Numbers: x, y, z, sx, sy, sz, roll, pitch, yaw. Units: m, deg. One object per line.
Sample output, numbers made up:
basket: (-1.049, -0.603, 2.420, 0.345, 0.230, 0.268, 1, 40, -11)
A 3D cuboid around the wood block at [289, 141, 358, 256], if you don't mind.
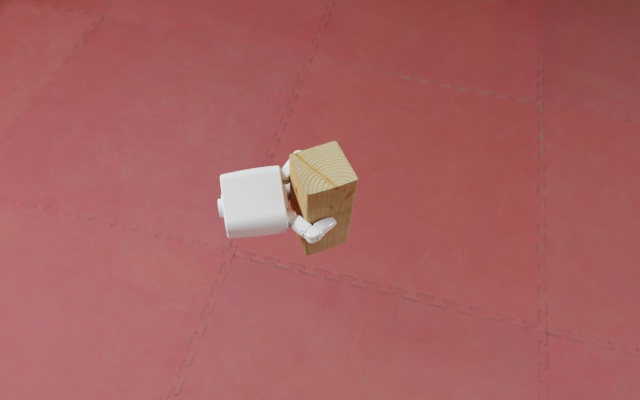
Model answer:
wood block: (0.000, 0.003, 0.864, 0.090, 0.090, 0.206, -18, -31, -14)
